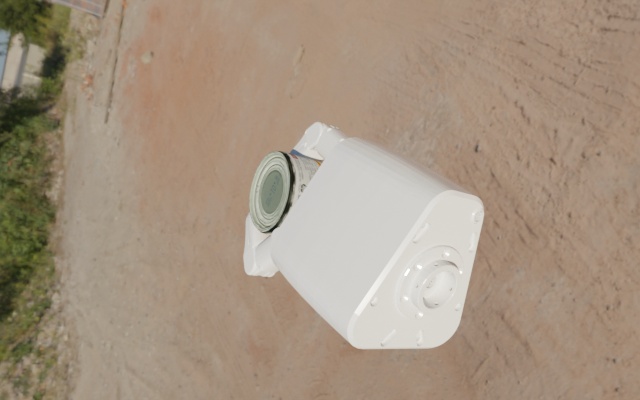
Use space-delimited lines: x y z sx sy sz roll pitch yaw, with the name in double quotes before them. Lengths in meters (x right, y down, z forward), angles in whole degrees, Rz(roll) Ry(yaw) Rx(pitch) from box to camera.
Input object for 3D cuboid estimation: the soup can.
"soup can" 0.000 0.001 0.402 0.102 0.068 0.068 11 -6 -34
